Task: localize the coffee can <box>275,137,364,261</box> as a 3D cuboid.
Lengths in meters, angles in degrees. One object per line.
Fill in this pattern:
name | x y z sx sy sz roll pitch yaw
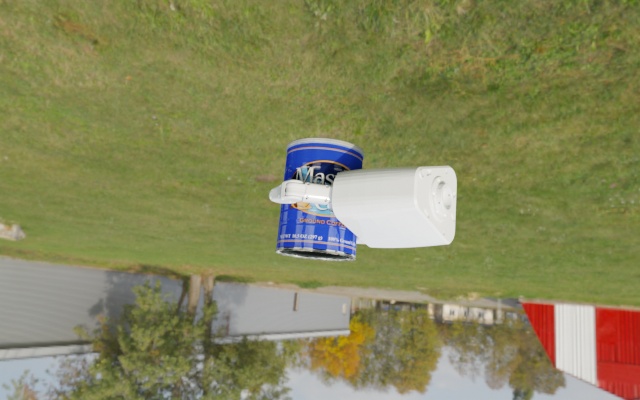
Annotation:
coffee can | 0.000 0.002 0.616 0.103 0.140 0.103 5 -12 1
